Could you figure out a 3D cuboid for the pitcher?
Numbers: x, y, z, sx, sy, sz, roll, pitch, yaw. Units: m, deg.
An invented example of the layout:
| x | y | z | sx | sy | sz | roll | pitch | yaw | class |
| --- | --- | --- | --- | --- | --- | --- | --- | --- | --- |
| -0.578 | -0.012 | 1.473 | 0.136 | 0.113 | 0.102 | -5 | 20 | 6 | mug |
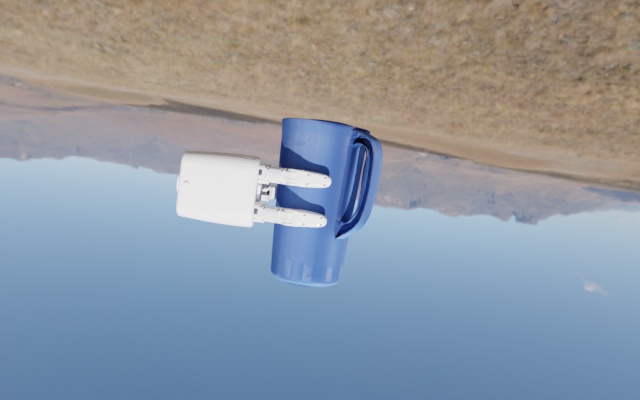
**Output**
| x | y | z | sx | sy | sz | roll | pitch | yaw | class |
| --- | --- | --- | --- | --- | --- | --- | --- | --- | --- |
| 0.000 | 0.002 | 0.713 | 0.145 | 0.243 | 0.149 | 7 | 4 | -3 | pitcher |
